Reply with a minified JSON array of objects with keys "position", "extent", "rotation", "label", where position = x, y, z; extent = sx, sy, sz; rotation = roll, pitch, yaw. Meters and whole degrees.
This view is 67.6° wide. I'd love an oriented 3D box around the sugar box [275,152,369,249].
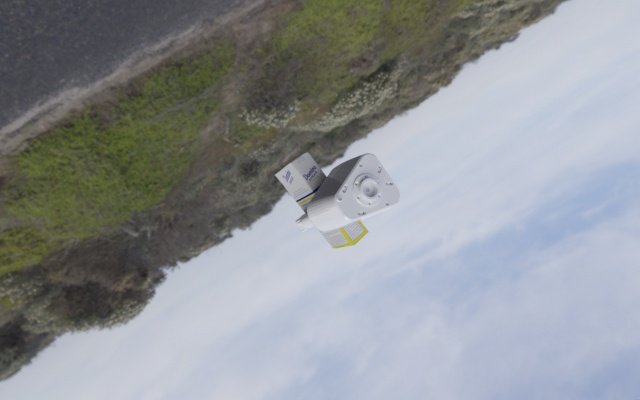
[{"position":[0.001,0.002,0.838],"extent":[0.048,0.176,0.093],"rotation":[-37,6,-24],"label":"sugar box"}]
